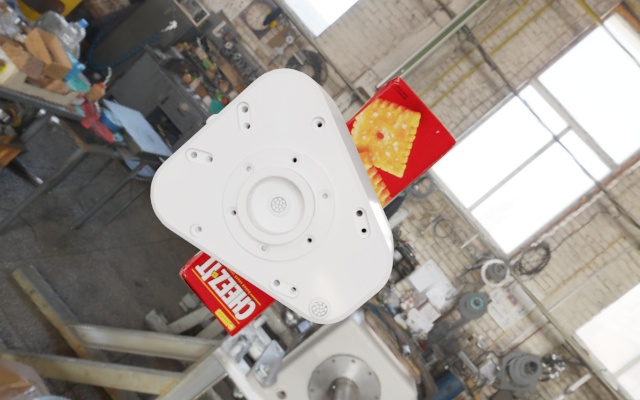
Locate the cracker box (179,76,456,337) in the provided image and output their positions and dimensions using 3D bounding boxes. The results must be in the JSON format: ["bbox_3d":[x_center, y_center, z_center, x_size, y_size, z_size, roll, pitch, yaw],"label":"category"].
[{"bbox_3d":[0.000,0.001,0.414,0.214,0.072,0.164,-41,-1,5],"label":"cracker box"}]
